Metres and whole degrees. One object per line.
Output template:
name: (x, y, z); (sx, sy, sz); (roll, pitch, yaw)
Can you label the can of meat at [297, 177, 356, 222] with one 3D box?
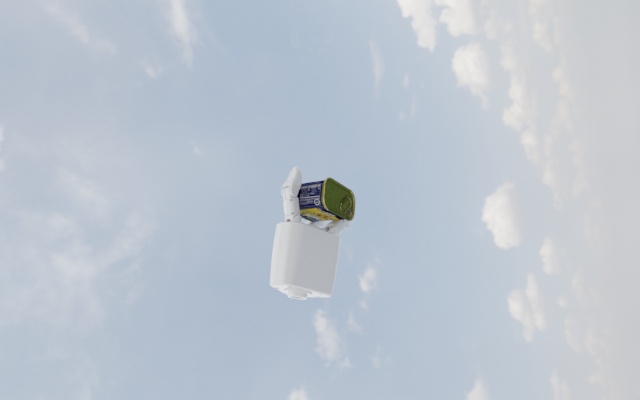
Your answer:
can of meat: (0.000, 0.003, 0.839); (0.084, 0.057, 0.102); (-7, -21, 33)
